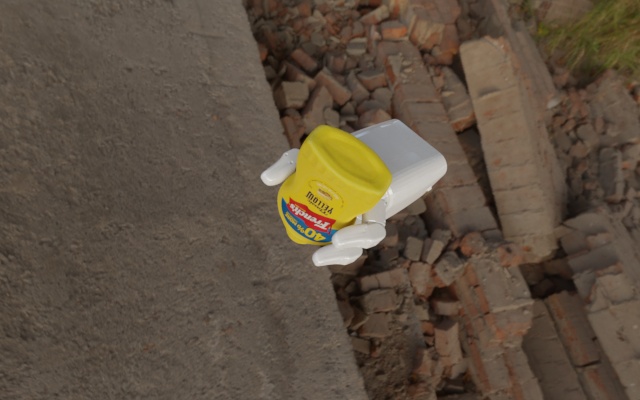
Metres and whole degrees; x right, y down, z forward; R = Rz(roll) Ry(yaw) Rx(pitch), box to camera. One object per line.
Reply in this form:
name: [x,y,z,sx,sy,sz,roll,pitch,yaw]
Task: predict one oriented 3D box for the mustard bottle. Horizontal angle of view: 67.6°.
mustard bottle: [0.000,0.002,0.546,0.096,0.058,0.192,35,-34,0]
